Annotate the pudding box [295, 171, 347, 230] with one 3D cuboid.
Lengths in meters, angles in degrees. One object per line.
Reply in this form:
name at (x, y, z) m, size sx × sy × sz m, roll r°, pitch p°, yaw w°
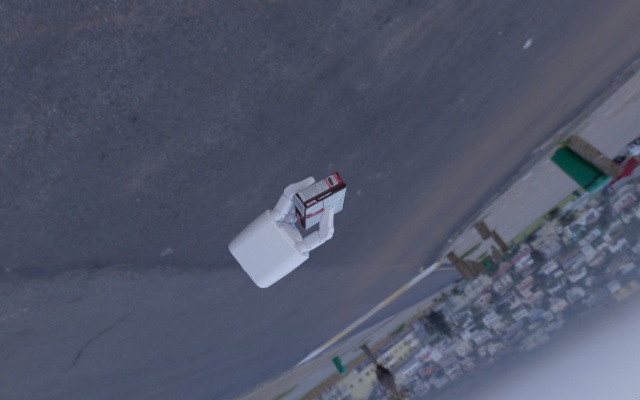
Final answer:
pudding box at (0.000, 0.003, 0.888) m, size 0.090 × 0.039 × 0.113 m, roll -29°, pitch -18°, yaw -13°
